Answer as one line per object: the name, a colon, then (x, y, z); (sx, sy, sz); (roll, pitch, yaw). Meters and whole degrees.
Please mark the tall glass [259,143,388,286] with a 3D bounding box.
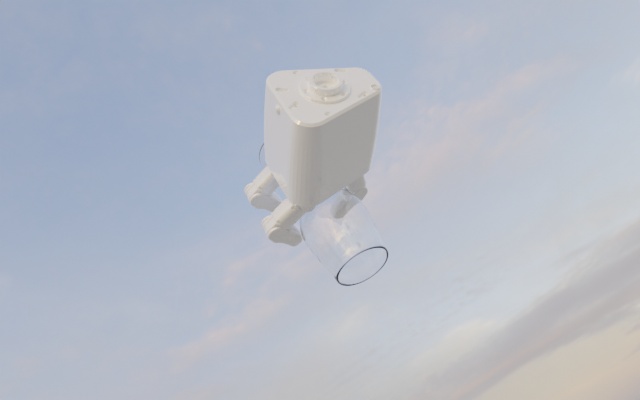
tall glass: (0.000, 0.001, 0.553); (0.079, 0.079, 0.201); (0, 43, -37)
